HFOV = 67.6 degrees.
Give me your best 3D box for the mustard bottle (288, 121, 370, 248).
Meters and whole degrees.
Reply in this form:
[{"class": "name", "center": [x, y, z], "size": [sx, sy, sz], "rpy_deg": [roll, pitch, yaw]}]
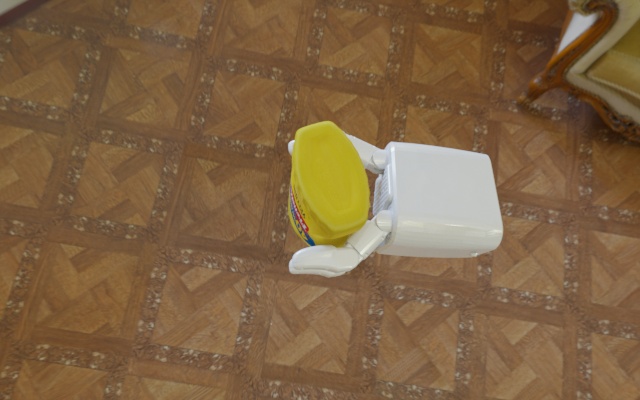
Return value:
[{"class": "mustard bottle", "center": [0.000, 0.002, 0.476], "size": [0.058, 0.096, 0.192], "rpy_deg": [-19, -12, -10]}]
